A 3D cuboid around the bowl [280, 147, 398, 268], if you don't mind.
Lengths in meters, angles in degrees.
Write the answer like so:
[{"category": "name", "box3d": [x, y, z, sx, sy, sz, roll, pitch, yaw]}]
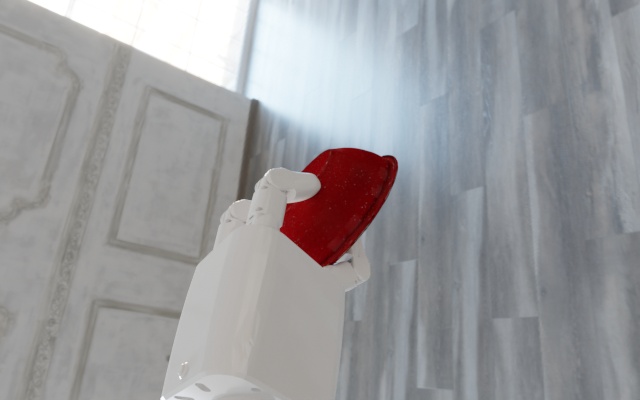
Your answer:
[{"category": "bowl", "box3d": [0.000, 0.001, 0.469, 0.055, 0.162, 0.162, 40, -11, -13]}]
